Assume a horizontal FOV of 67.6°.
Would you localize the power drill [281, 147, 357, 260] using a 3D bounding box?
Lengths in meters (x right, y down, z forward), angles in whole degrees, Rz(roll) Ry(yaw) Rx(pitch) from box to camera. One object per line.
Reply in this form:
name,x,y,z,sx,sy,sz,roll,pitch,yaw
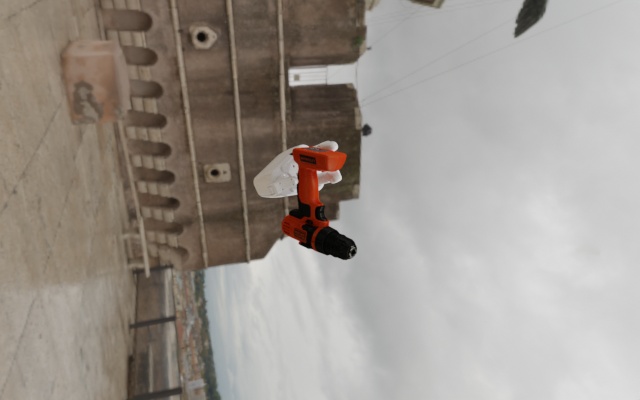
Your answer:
power drill,0.000,0.002,0.869,0.057,0.188,0.184,-8,20,-44
